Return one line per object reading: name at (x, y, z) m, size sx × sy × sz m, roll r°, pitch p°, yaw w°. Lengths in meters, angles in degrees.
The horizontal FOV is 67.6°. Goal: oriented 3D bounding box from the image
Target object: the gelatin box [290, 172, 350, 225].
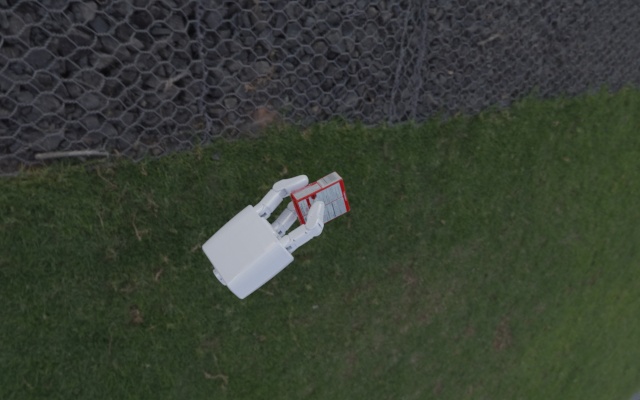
gelatin box at (0.001, 0.003, 0.803) m, size 0.089 × 0.073 × 0.030 m, roll -27°, pitch 41°, yaw -11°
